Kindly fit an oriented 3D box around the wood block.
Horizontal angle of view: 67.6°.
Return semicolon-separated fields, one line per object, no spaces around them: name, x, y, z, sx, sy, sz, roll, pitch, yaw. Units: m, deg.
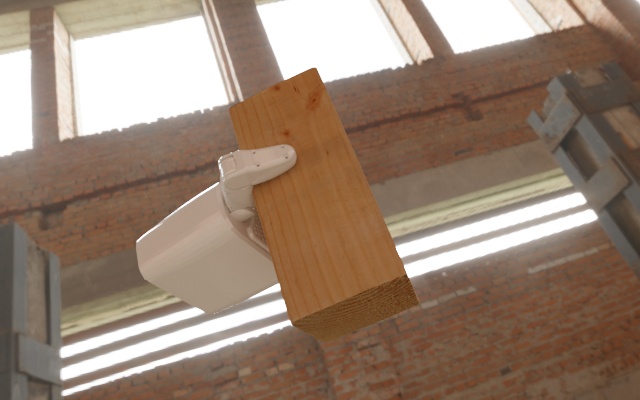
wood block;0.000;0.001;0.410;0.090;0.206;0.091;-24;-29;6
